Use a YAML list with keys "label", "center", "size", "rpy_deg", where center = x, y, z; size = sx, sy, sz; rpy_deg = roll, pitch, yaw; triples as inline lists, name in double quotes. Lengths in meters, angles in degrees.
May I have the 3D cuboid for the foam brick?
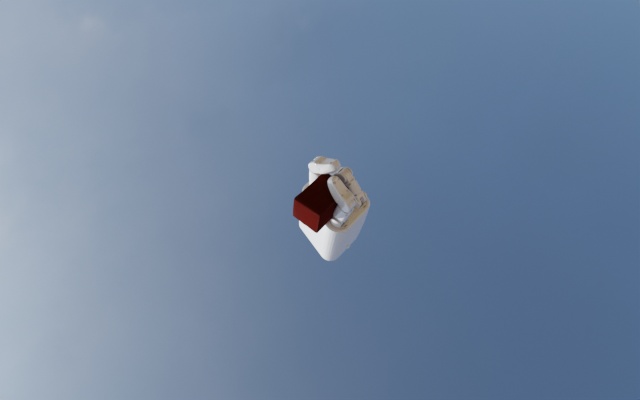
- label: "foam brick"
  center: [0.000, 0.003, 0.763]
  size: [0.053, 0.051, 0.078]
  rpy_deg: [36, 57, 17]
